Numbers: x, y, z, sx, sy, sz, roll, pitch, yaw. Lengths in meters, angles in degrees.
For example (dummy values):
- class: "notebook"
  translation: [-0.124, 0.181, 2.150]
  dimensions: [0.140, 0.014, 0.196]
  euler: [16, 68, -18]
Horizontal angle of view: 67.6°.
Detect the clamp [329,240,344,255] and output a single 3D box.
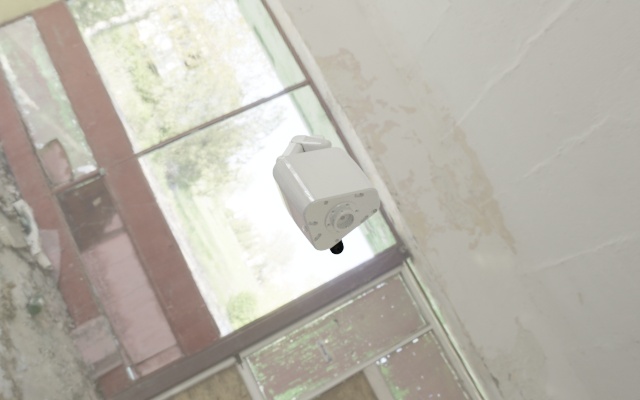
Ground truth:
- class: "clamp"
  translation: [0.001, 0.002, 0.752]
  dimensions: [0.039, 0.172, 0.120]
  euler: [-26, 43, -10]
